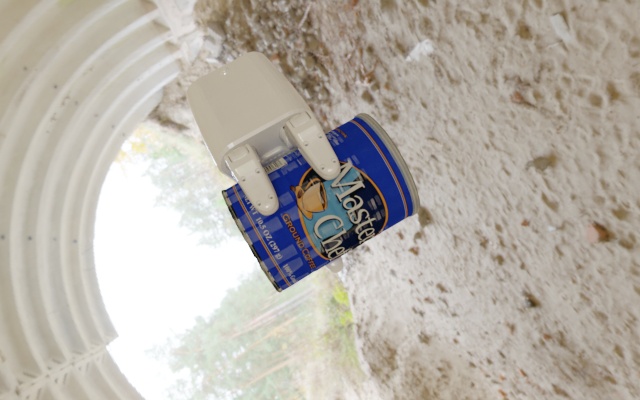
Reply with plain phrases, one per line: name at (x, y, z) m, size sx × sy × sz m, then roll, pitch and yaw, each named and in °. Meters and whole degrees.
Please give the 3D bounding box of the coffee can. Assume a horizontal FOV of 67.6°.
coffee can at (0.000, 0.001, 0.420) m, size 0.140 × 0.103 × 0.103 m, roll -30°, pitch 3°, yaw -5°
